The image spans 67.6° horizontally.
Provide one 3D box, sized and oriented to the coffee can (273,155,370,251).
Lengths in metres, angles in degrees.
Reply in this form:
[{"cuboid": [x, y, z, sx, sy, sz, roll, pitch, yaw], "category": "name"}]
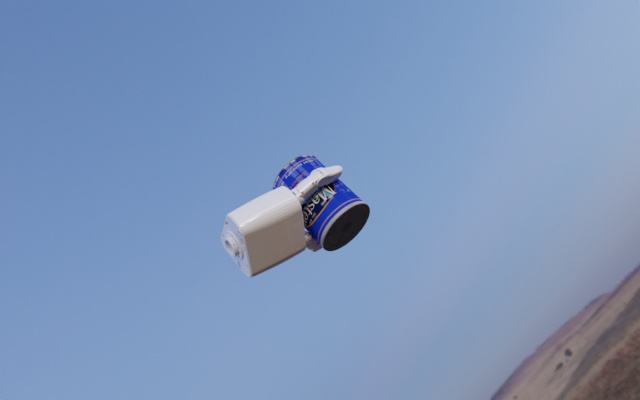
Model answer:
[{"cuboid": [0.000, 0.003, 0.816, 0.140, 0.103, 0.103, 44, 25, 29], "category": "coffee can"}]
